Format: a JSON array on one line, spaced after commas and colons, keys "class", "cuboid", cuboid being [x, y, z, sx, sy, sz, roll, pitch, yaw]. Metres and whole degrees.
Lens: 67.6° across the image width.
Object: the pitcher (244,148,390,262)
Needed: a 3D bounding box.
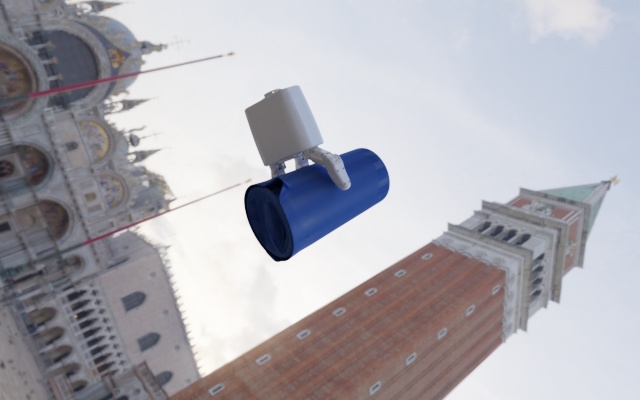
[{"class": "pitcher", "cuboid": [0.000, 0.003, 0.823, 0.243, 0.145, 0.149, -25, 6, -33]}]
